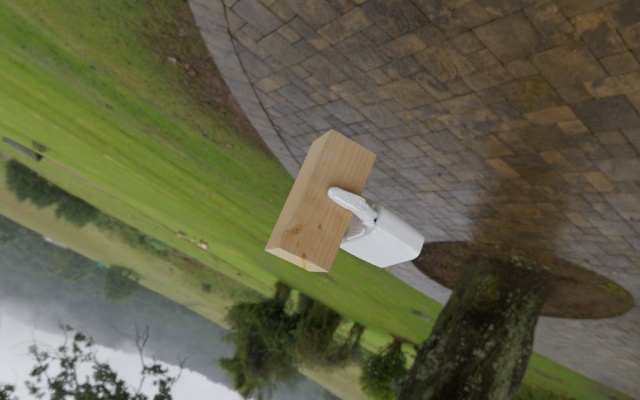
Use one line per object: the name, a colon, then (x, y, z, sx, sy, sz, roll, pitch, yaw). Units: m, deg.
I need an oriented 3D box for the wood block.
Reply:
wood block: (0.001, 0.003, 0.772, 0.090, 0.206, 0.091, 28, -16, -17)
